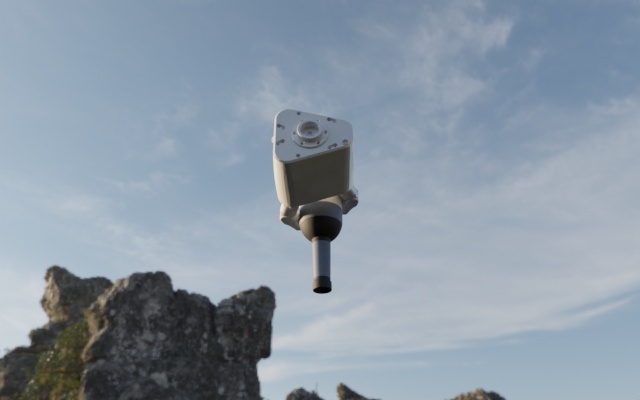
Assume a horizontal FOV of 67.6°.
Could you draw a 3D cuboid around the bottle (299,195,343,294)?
[{"bbox_3d":[0.000,0.002,0.751,0.069,0.295,0.069,-1,-32,0],"label":"bottle"}]
